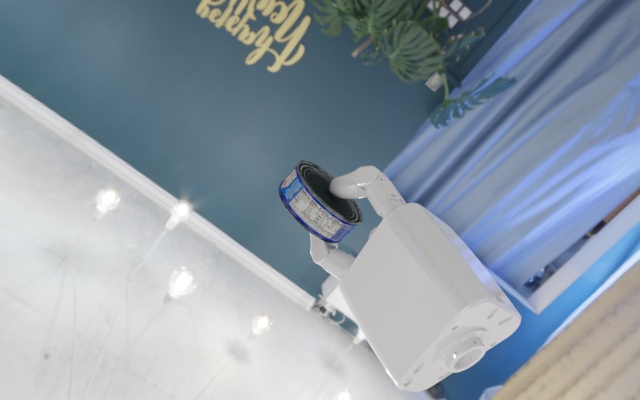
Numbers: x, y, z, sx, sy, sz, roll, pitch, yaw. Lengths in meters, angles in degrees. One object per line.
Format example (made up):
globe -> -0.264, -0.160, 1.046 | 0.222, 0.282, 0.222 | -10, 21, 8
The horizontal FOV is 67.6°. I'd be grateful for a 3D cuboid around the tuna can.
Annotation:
tuna can -> 0.000, 0.002, 0.478 | 0.034, 0.086, 0.086 | -46, -18, 18
